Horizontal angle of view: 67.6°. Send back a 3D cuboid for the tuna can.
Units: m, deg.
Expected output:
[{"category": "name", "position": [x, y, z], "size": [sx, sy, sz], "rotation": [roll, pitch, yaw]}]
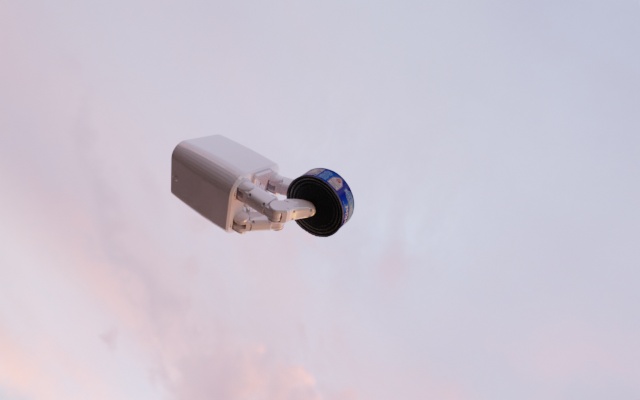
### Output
[{"category": "tuna can", "position": [0.000, 0.002, 0.613], "size": [0.086, 0.086, 0.033], "rotation": [0, 24, 36]}]
